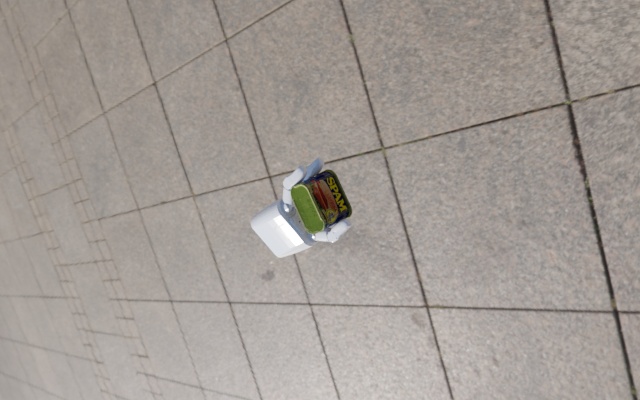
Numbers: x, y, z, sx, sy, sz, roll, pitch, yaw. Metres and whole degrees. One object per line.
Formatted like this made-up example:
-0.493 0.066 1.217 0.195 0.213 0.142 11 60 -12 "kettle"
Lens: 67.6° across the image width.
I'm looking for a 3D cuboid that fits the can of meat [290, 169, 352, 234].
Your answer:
0.000 0.003 0.889 0.057 0.102 0.084 -23 2 44 "can of meat"
